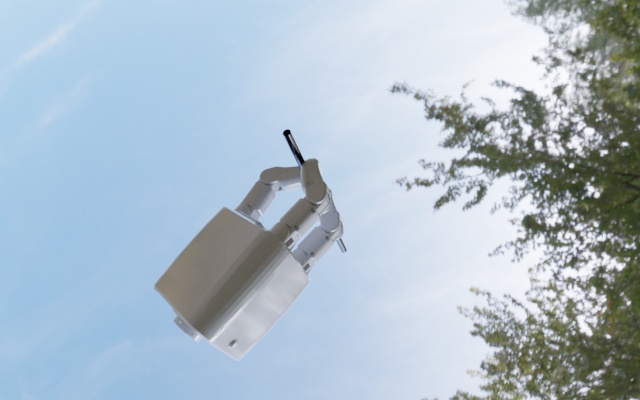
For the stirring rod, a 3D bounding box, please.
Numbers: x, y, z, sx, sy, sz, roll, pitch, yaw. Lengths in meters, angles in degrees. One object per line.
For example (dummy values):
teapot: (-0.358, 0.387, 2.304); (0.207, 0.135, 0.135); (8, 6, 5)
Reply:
stirring rod: (0.000, 0.002, 0.536); (0.011, 0.011, 0.240); (0, -32, 18)
